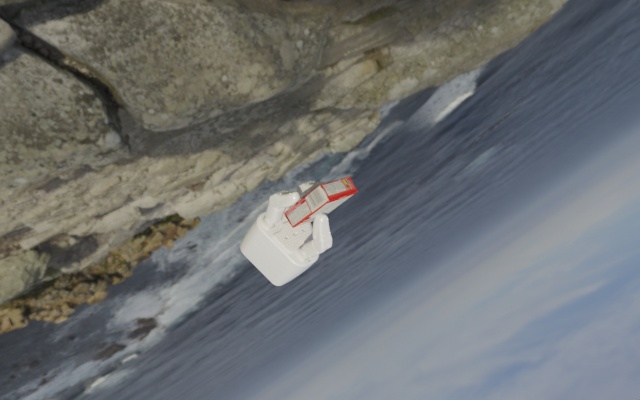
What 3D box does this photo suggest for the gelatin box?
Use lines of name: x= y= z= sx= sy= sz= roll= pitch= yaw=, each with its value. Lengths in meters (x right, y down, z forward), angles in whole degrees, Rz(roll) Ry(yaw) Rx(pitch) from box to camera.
gelatin box: x=0.001 y=0.003 z=0.707 sx=0.089 sy=0.030 sz=0.073 roll=-37 pitch=-13 yaw=38
